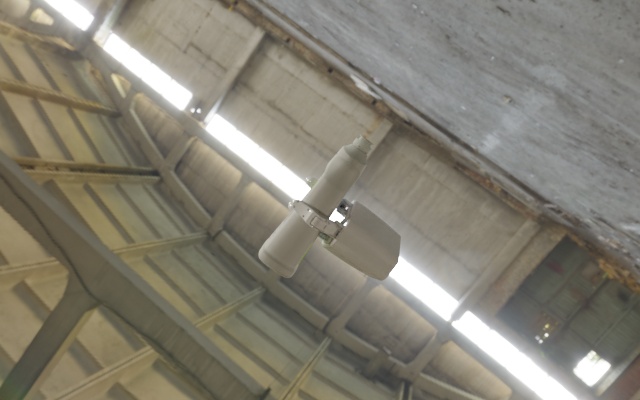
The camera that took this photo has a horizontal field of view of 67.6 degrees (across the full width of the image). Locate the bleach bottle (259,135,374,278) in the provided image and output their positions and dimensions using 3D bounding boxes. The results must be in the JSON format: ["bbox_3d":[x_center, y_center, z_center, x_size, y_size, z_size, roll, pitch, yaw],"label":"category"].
[{"bbox_3d":[0.000,0.003,0.778,0.068,0.251,0.102,36,9,-4],"label":"bleach bottle"}]
